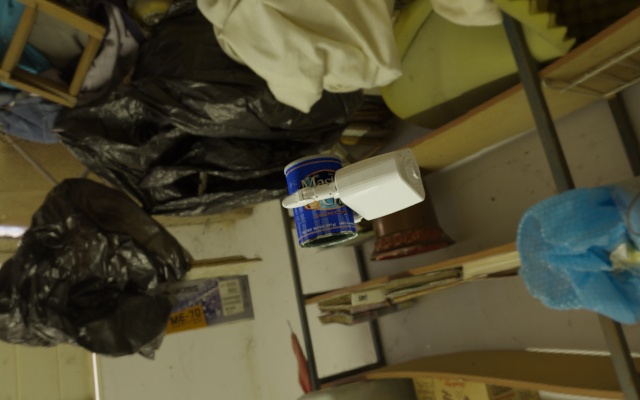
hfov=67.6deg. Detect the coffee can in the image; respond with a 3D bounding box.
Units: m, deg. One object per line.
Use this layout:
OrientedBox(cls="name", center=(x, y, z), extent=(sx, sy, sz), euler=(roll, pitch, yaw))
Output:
OrientedBox(cls="coffee can", center=(0.000, 0.003, 0.828), extent=(0.103, 0.140, 0.103), euler=(-11, -14, -3))
